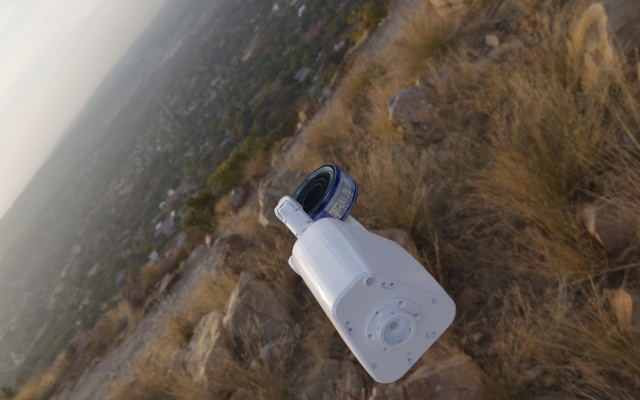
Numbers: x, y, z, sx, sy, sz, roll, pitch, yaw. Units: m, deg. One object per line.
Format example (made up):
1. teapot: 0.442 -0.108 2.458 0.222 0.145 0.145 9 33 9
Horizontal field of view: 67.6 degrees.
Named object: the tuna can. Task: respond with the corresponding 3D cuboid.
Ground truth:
1. tuna can: 0.000 0.001 0.529 0.034 0.086 0.086 38 -17 -23
